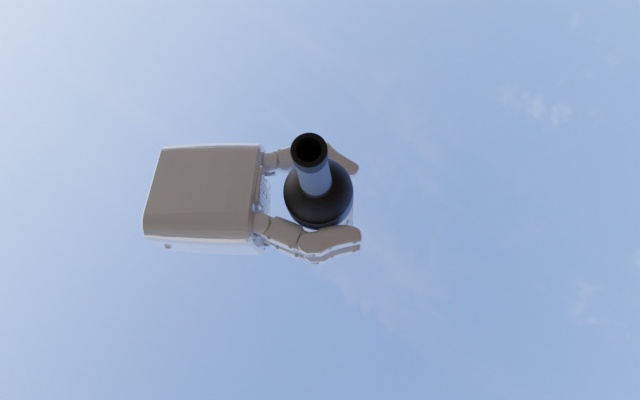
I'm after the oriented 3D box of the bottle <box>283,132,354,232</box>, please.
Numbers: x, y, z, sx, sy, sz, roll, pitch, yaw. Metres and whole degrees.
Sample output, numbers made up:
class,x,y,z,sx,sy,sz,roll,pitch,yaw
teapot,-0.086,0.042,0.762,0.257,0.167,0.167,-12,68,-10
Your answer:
class,x,y,z,sx,sy,sz,roll,pitch,yaw
bottle,0.000,0.002,0.485,0.069,0.069,0.296,0,-15,3
